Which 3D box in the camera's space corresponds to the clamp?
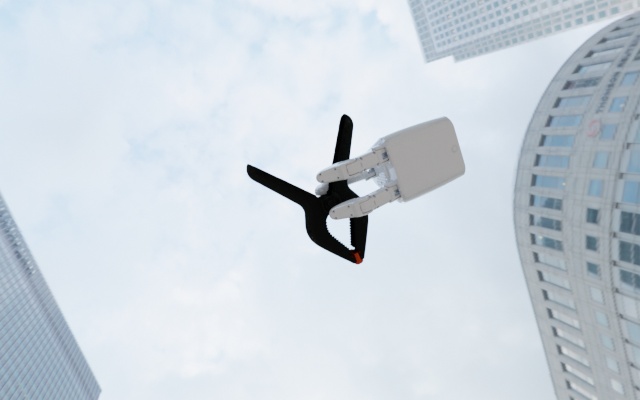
[{"bbox_3d":[0.000,0.003,0.679,0.164,0.210,0.036,-22,12,-10],"label":"clamp"}]
